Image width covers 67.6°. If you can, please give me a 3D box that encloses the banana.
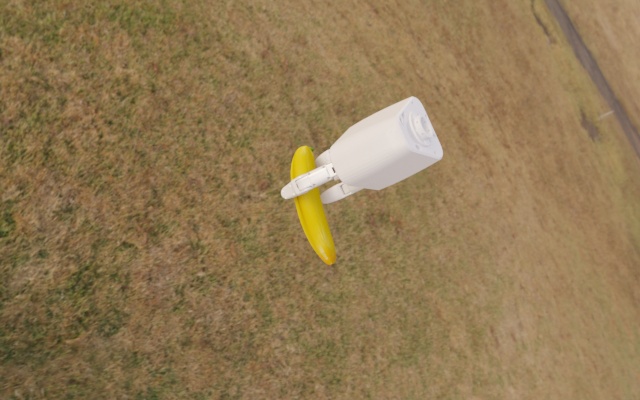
[{"bbox_3d":[-0.012,-0.005,0.702,0.037,0.197,0.070,-23,-26,31],"label":"banana"}]
